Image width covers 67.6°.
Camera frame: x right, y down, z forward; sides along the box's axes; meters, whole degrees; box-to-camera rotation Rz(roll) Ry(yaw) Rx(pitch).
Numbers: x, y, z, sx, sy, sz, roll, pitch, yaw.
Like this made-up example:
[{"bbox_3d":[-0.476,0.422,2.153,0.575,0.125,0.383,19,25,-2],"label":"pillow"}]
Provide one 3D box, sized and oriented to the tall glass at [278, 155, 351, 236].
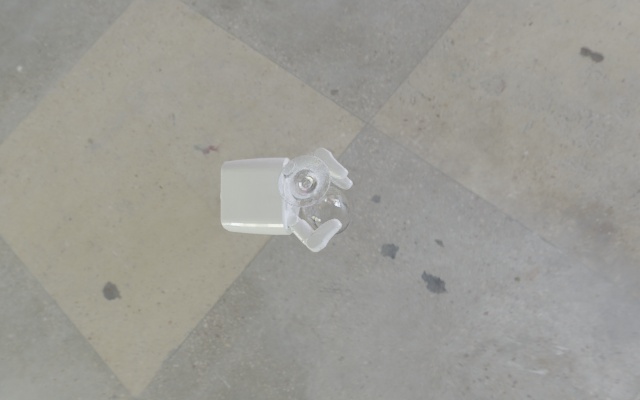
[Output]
[{"bbox_3d":[0.000,0.002,0.737,0.079,0.079,0.201,0,-17,14],"label":"tall glass"}]
